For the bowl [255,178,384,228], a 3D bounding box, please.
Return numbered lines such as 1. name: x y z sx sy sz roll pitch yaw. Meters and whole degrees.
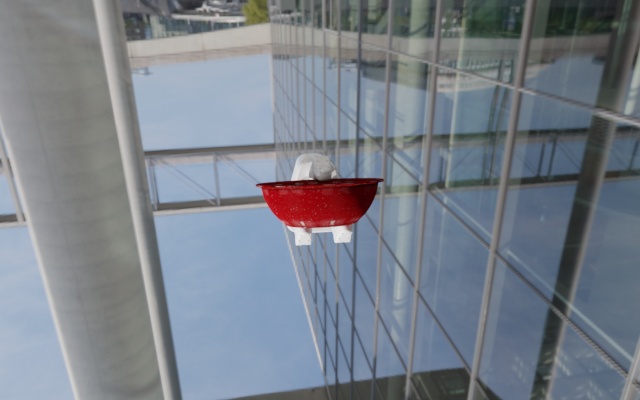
1. bowl: 0.000 0.003 0.603 0.162 0.055 0.162 -2 4 0
